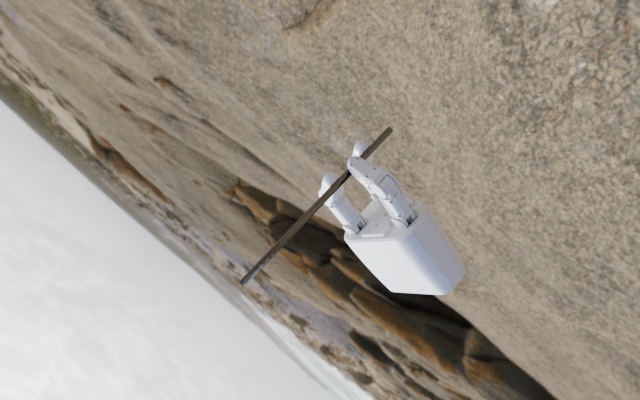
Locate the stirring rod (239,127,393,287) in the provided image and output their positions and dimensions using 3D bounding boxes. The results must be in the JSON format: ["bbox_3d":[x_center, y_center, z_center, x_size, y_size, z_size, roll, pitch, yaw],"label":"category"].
[{"bbox_3d":[0.000,0.002,0.517,0.239,0.011,0.011,-46,16,-16],"label":"stirring rod"}]
